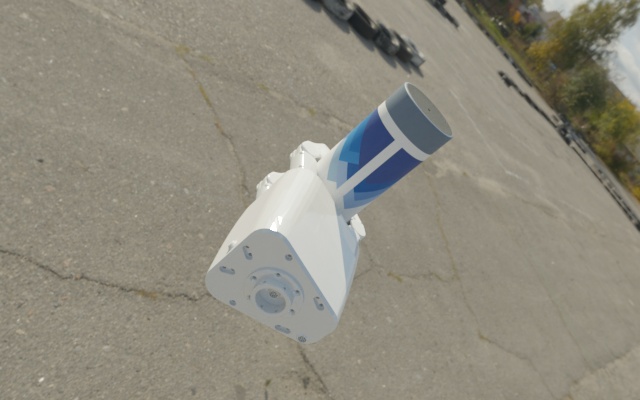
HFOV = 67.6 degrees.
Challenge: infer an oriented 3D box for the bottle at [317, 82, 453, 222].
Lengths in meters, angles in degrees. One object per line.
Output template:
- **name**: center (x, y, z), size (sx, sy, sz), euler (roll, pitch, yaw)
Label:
- **bottle**: center (0.000, 0.001, 0.502), size (0.296, 0.069, 0.069), euler (-40, -22, 28)
